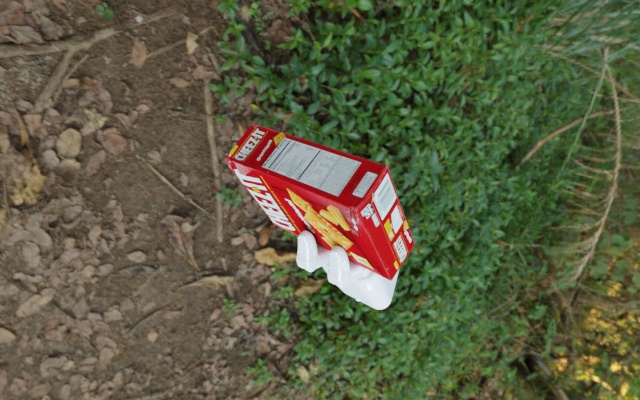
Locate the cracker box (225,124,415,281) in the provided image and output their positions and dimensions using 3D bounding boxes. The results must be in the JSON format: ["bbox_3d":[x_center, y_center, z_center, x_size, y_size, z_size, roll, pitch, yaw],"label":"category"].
[{"bbox_3d":[0.000,0.002,0.613,0.213,0.072,0.164,22,-25,35],"label":"cracker box"}]
